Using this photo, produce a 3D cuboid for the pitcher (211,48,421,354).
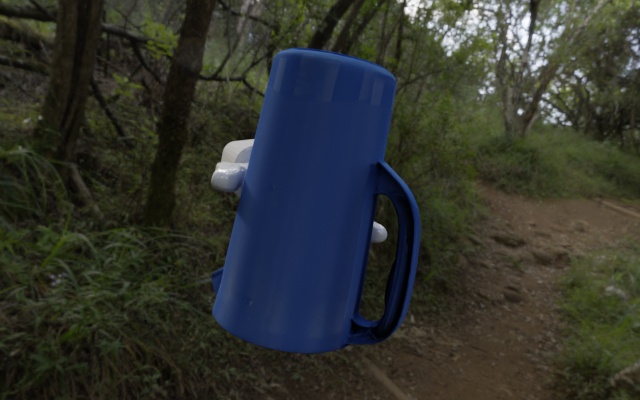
[{"bbox_3d":[0.000,0.001,0.422,0.149,0.243,0.145,9,9,-21],"label":"pitcher"}]
